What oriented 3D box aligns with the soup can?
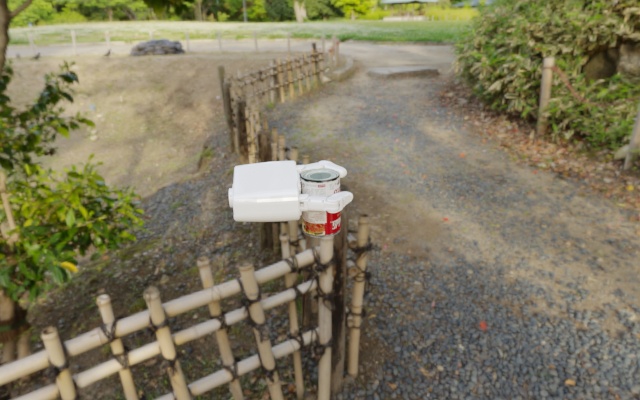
[{"bbox_3d":[0.001,0.002,0.813,0.068,0.102,0.068,-1,22,1],"label":"soup can"}]
